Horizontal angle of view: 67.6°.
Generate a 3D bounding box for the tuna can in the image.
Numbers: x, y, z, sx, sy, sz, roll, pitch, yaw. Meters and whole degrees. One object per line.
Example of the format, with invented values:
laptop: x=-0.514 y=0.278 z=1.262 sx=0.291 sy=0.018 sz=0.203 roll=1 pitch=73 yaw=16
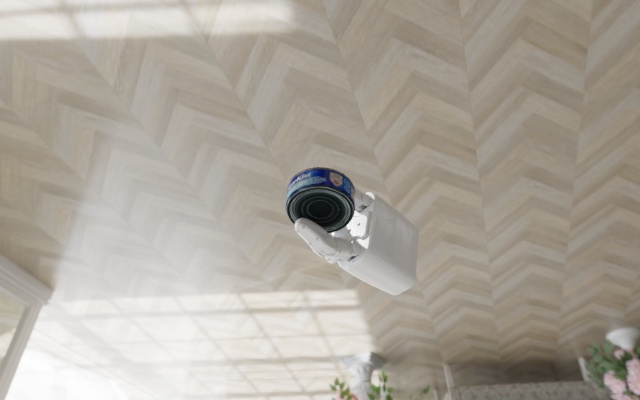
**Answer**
tuna can: x=0.000 y=0.002 z=0.586 sx=0.086 sy=0.086 sz=0.033 roll=2 pitch=45 yaw=2
